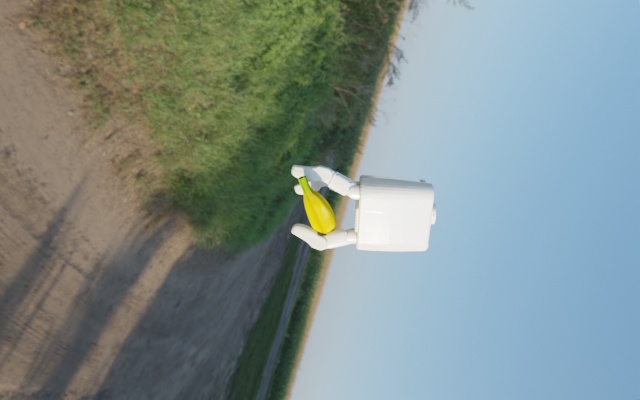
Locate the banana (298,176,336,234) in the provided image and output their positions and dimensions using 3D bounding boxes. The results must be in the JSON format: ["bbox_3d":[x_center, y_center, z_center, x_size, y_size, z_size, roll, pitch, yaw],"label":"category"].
[{"bbox_3d":[0.003,0.019,0.741,0.037,0.069,0.198,-11,-16,4],"label":"banana"}]
